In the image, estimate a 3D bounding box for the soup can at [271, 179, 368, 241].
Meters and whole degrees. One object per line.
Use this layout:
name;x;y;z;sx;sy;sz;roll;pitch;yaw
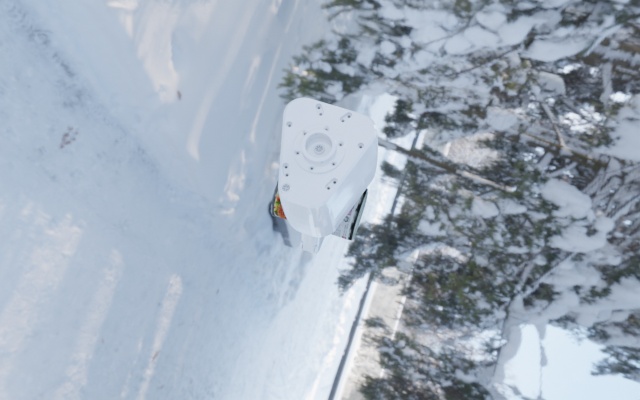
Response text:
soup can;0.000;0.002;0.578;0.102;0.068;0.068;18;3;9
